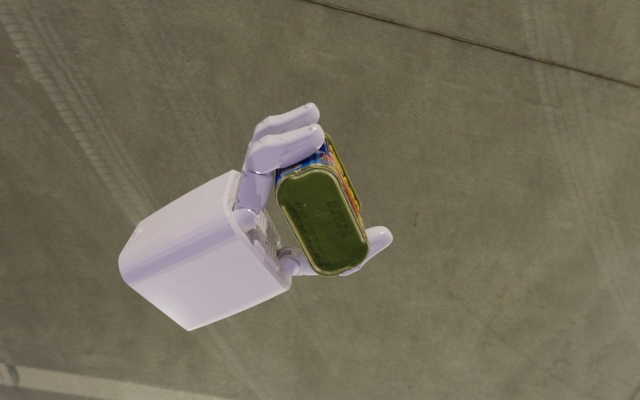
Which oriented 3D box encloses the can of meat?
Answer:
[{"bbox_3d":[0.000,0.002,0.403,0.057,0.102,0.084,-23,24,7],"label":"can of meat"}]
